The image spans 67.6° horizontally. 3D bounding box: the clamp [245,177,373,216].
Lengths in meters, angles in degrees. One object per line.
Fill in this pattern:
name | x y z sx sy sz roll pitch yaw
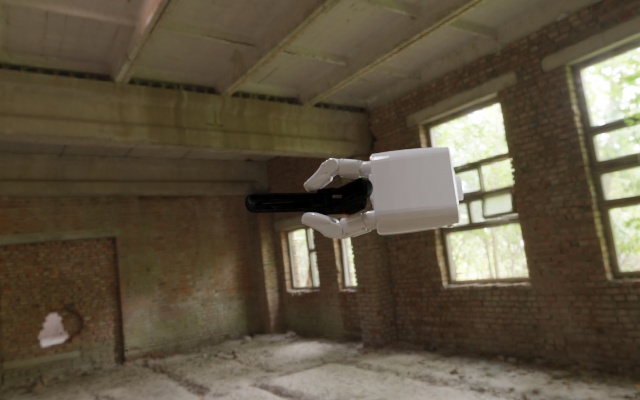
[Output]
clamp | 0.000 0.001 0.669 0.164 0.036 0.210 -6 -7 11
